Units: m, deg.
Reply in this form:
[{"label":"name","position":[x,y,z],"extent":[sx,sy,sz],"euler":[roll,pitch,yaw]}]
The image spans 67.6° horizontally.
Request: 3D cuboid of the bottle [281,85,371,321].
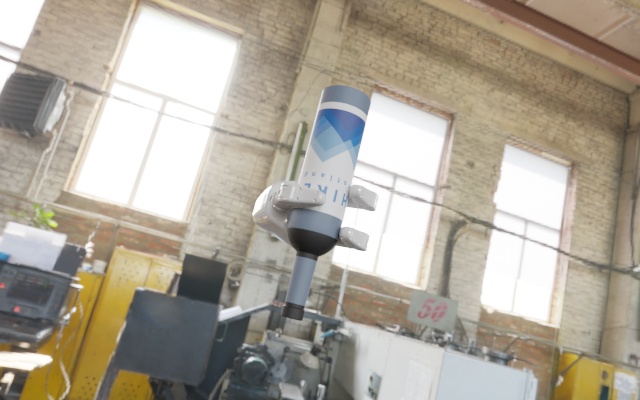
[{"label":"bottle","position":[0.000,0.002,0.604],"extent":[0.069,0.295,0.069],"euler":[13,-12,3]}]
